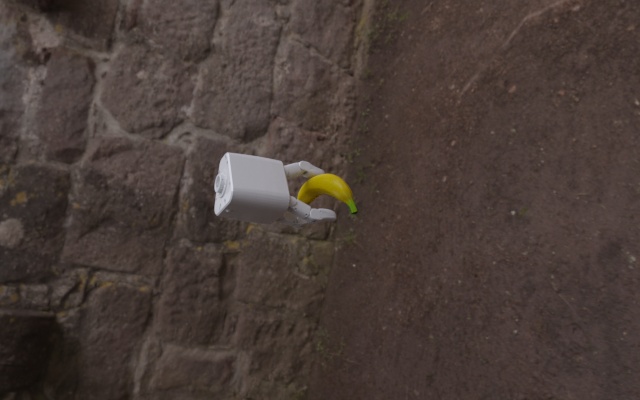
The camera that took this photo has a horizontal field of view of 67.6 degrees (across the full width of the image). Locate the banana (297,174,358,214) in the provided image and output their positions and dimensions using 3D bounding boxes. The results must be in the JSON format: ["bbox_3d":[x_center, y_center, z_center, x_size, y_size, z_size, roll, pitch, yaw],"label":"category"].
[{"bbox_3d":[0.003,-0.016,0.894,0.037,0.069,0.198,3,2,-30],"label":"banana"}]
